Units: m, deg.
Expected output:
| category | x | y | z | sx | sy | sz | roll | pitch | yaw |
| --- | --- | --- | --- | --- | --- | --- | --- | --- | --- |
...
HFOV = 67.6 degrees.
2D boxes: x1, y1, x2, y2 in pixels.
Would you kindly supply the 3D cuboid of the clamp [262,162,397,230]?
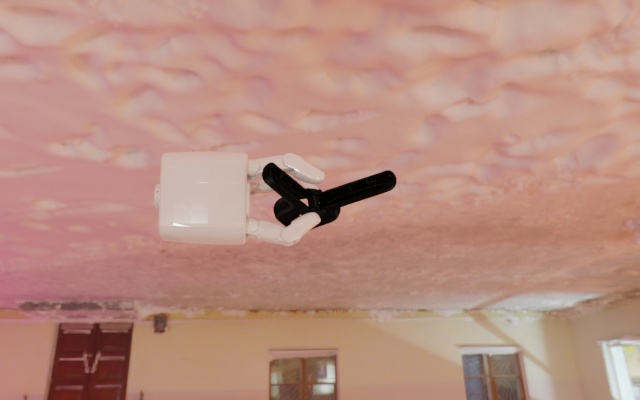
| category | x | y | z | sx | sy | sz | roll | pitch | yaw |
| --- | --- | --- | --- | --- | --- | --- | --- | --- | --- |
| clamp | 0.000 | 0.003 | 0.644 | 0.164 | 0.036 | 0.210 | 1 | -21 | -9 |
